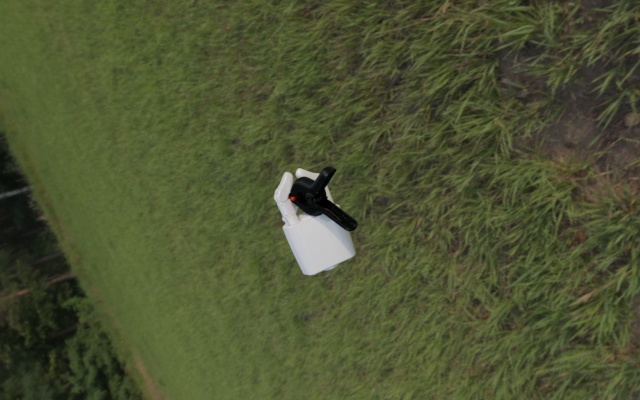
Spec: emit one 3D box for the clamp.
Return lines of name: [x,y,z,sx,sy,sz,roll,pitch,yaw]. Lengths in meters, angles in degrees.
clamp: [0.000,0.003,0.861,0.039,0.120,0.171,-26,9,-27]
